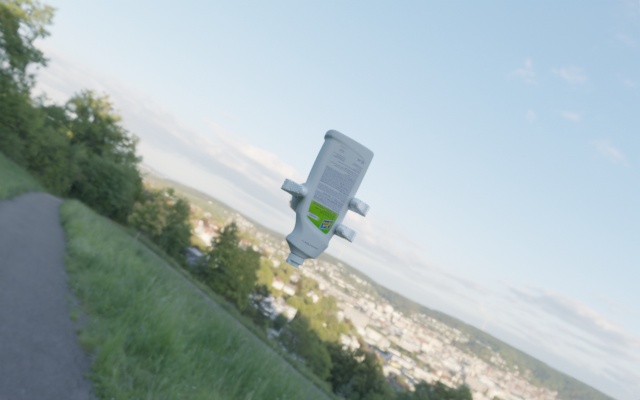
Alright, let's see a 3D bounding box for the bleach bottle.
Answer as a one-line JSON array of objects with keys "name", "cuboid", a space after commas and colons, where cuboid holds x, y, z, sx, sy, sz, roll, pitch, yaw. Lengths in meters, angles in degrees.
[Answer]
[{"name": "bleach bottle", "cuboid": [0.000, 0.003, 0.873, 0.102, 0.251, 0.068, 29, -7, -7]}]
